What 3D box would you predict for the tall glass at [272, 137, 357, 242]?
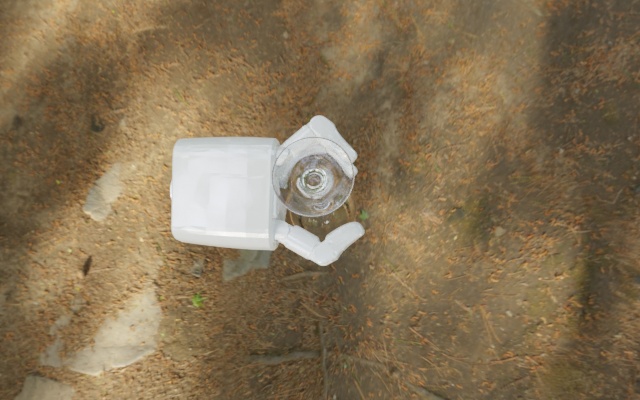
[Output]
[{"bbox_3d":[0.000,0.002,0.520,0.079,0.079,0.201,0,-14,5],"label":"tall glass"}]
